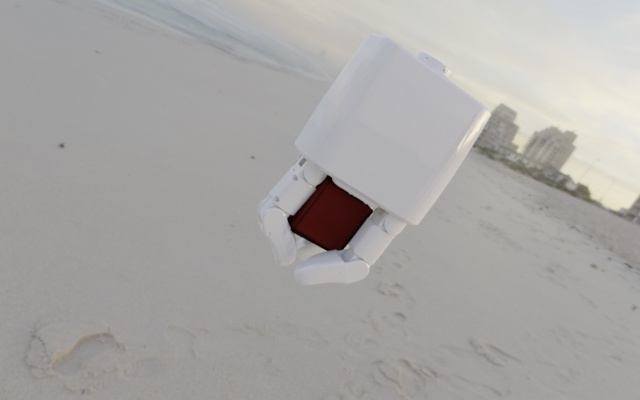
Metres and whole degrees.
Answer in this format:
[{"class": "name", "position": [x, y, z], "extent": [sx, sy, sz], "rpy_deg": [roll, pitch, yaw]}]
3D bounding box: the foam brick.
[{"class": "foam brick", "position": [0.000, 0.001, 0.419], "extent": [0.053, 0.051, 0.078], "rpy_deg": [31, 11, -29]}]
